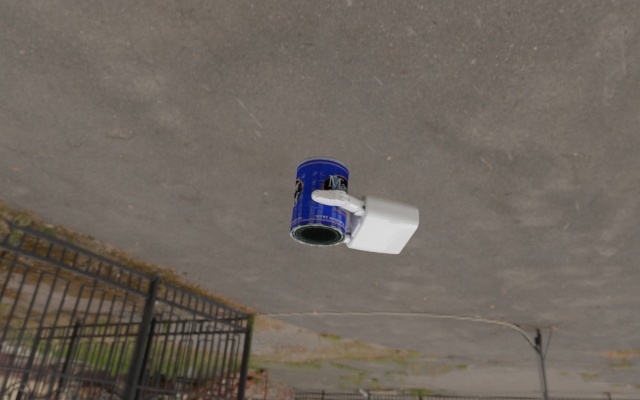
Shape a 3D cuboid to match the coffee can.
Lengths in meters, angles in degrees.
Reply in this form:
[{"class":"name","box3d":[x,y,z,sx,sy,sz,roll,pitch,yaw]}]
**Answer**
[{"class":"coffee can","box3d":[0.000,0.003,0.896,0.103,0.140,0.103,3,-27,2]}]
